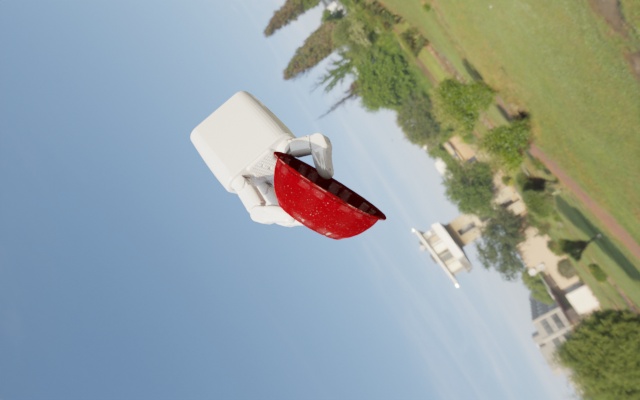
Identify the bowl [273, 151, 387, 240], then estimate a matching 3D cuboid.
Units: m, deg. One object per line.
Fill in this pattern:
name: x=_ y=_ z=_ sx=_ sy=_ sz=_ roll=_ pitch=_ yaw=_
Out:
bowl: x=0.001 y=0.003 z=0.595 sx=0.162 sy=0.055 sz=0.162 roll=30 pitch=8 yaw=-5
